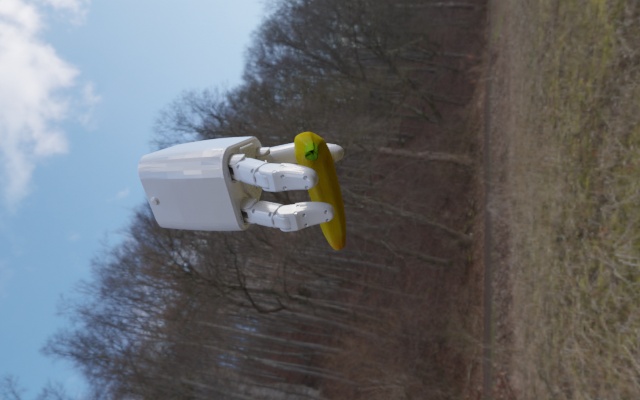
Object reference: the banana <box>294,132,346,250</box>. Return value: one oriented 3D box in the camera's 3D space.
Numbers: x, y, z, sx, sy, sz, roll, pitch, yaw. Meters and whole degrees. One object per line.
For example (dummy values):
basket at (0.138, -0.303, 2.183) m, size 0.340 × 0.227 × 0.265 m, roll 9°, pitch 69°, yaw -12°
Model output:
banana at (0.000, -0.016, 0.538) m, size 0.037 × 0.069 × 0.198 m, roll -5°, pitch -34°, yaw 11°
